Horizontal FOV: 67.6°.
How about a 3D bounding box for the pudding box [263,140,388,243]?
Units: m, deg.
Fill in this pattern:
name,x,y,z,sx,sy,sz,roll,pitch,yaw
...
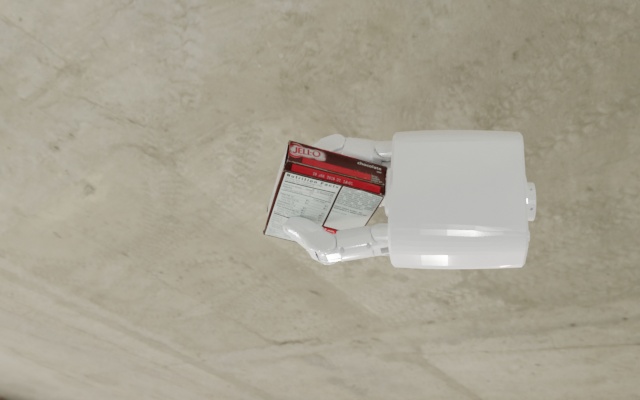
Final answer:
name,x,y,z,sx,sy,sz,roll,pitch,yaw
pudding box,0.000,0.002,0.441,0.090,0.039,0.114,15,-38,-8
